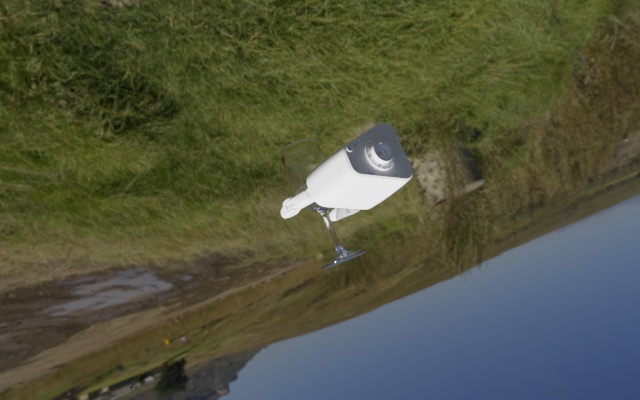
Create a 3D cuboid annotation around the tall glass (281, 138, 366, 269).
[{"bbox_3d":[0.000,0.003,0.762,0.079,0.201,0.079,-21,-11,-4],"label":"tall glass"}]
